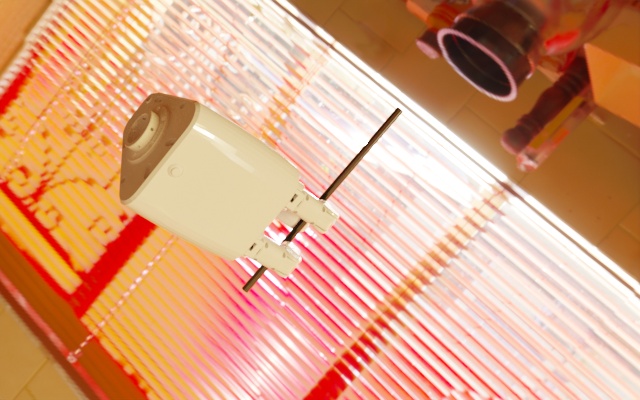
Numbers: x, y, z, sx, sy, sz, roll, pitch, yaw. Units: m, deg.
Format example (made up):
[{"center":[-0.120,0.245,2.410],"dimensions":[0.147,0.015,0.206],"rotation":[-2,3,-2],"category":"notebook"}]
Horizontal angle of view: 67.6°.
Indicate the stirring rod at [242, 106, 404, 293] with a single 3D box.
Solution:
[{"center":[0.000,0.001,0.479],"dimensions":[0.011,0.239,0.011],"rotation":[40,6,-5],"category":"stirring rod"}]
